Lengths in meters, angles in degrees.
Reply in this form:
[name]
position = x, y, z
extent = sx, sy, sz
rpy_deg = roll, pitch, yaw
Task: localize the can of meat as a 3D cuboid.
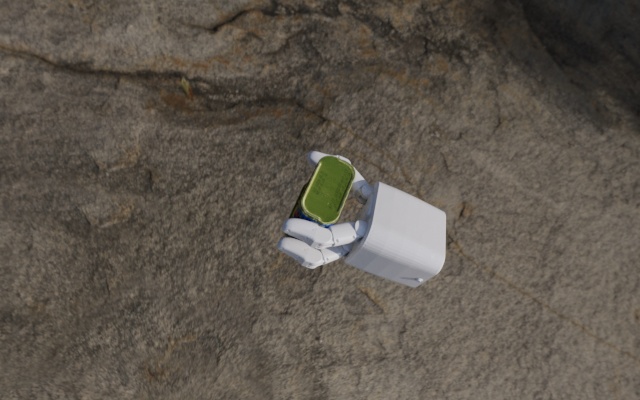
[can of meat]
position = 0.000, 0.002, 0.624
extent = 0.057, 0.102, 0.084
rpy_deg = 25, -30, -4
